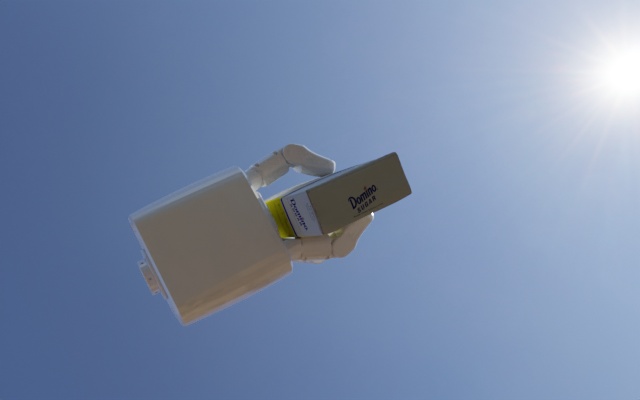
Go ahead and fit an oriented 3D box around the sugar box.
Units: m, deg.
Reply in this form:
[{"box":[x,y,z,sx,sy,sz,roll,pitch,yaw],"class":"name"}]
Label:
[{"box":[0.000,0.002,0.465,0.093,0.048,0.176,-24,7,-23],"class":"sugar box"}]
